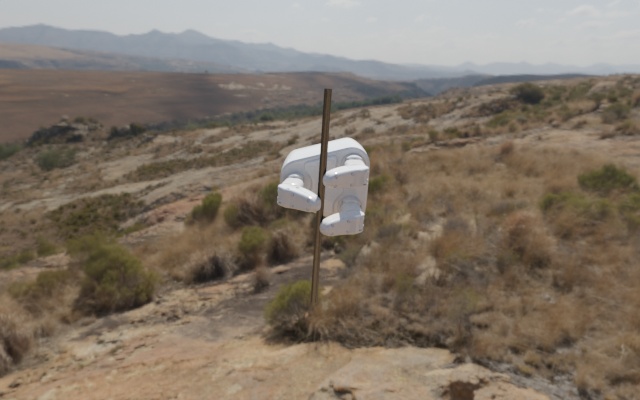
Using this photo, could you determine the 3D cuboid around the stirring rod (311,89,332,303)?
[{"bbox_3d":[0.000,0.002,0.520,0.011,0.239,0.011,4,17,-1],"label":"stirring rod"}]
